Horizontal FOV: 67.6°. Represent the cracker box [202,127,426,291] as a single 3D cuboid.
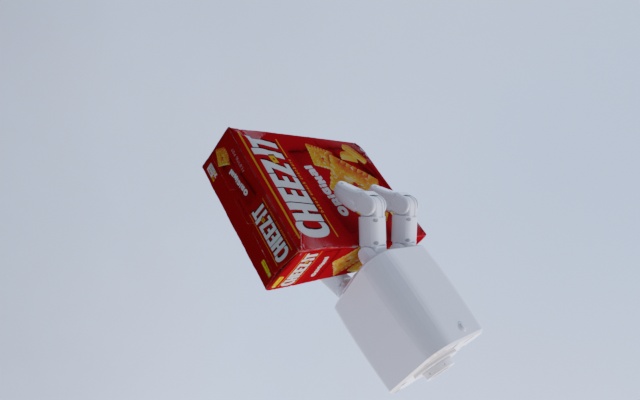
[{"bbox_3d":[0.000,0.002,0.541,0.214,0.164,0.072,-1,-41,-47],"label":"cracker box"}]
